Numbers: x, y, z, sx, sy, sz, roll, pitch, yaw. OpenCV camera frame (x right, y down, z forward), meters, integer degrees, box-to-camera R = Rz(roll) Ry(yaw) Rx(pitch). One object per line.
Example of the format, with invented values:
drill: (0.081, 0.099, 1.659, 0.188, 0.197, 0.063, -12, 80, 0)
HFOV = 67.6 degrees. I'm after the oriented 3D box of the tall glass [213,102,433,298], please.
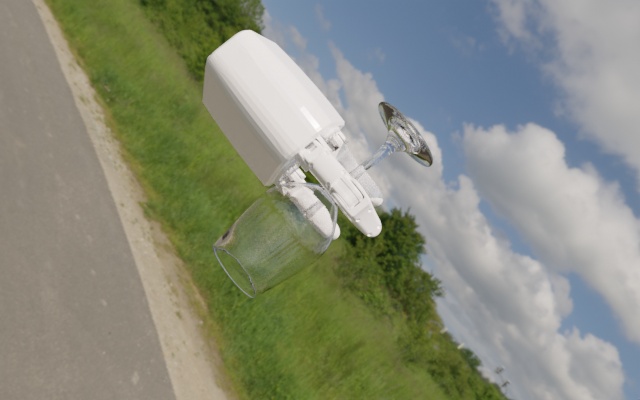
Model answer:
tall glass: (0.001, 0.001, 0.432, 0.201, 0.079, 0.079, -39, 2, -2)
